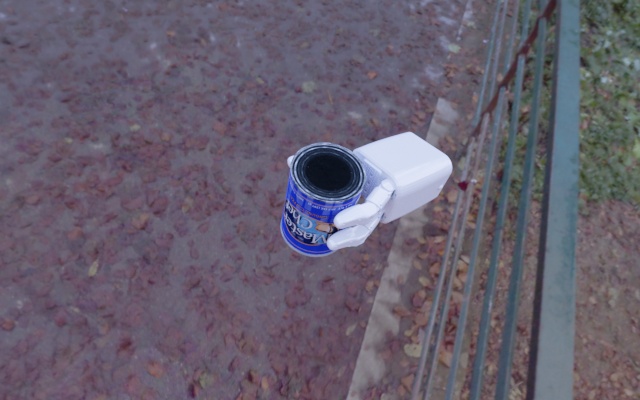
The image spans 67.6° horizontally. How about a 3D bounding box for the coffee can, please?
[{"bbox_3d":[0.000,0.002,0.683,0.103,0.102,0.140,0,-36,-11],"label":"coffee can"}]
